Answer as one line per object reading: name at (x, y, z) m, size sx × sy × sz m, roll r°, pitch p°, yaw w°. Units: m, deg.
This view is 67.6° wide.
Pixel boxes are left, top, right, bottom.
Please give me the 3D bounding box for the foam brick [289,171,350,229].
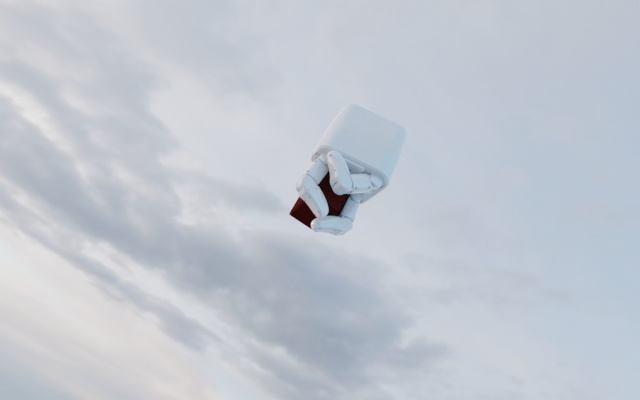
foam brick at (0.000, 0.002, 0.701) m, size 0.053 × 0.051 × 0.078 m, roll 35°, pitch -35°, yaw -11°
